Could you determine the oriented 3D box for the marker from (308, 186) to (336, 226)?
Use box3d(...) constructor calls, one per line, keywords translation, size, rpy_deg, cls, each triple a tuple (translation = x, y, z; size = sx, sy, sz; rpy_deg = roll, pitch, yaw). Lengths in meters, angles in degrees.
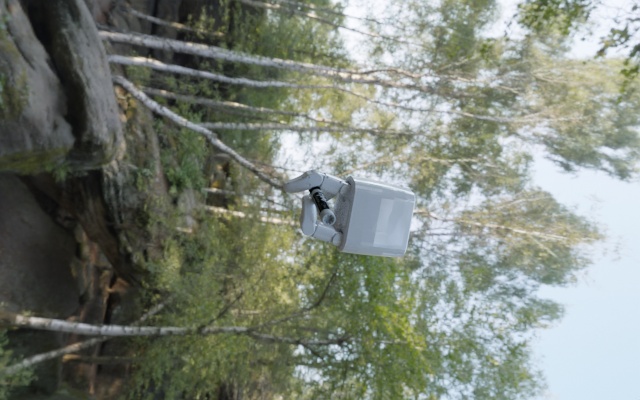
box3d(translation=(0.000, 0.002, 0.681), size=(0.020, 0.020, 0.121), rpy_deg=(0, 22, -11), cls="marker")
